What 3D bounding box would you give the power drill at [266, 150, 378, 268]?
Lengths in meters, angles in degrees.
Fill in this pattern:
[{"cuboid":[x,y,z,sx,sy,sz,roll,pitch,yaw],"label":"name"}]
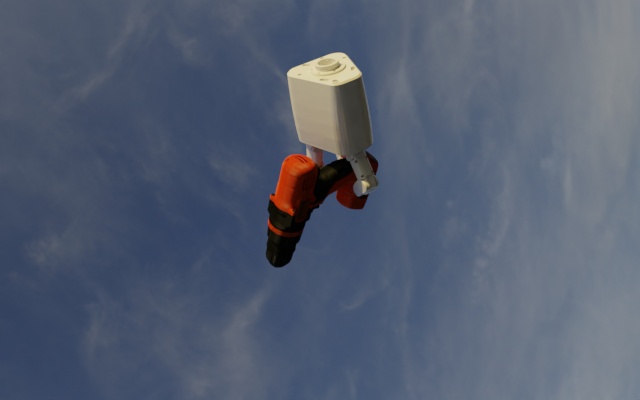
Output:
[{"cuboid":[0.000,0.002,0.714,0.057,0.184,0.187,36,38,26],"label":"power drill"}]
